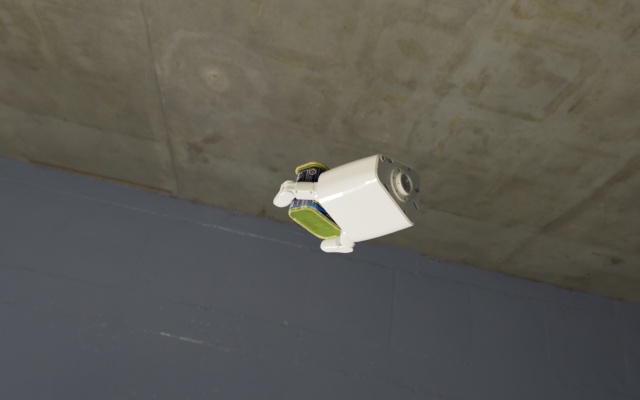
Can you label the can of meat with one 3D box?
[{"bbox_3d":[0.000,0.003,0.759,0.057,0.084,0.102,-16,-40,37],"label":"can of meat"}]
